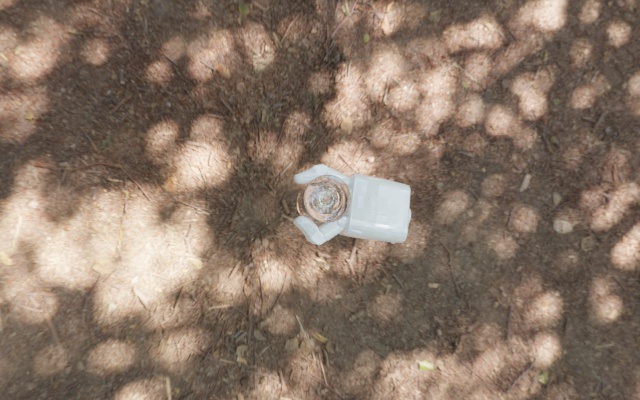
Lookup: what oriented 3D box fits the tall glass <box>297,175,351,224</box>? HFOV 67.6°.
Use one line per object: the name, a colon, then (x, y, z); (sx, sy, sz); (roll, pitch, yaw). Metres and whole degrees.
tall glass: (0.000, 0.003, 0.834); (0.079, 0.079, 0.201); (0, -3, -7)
